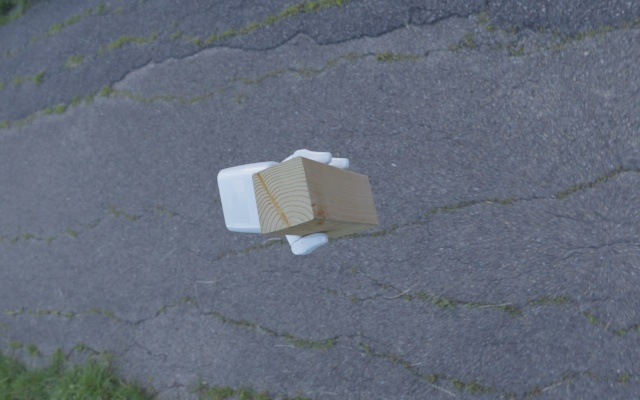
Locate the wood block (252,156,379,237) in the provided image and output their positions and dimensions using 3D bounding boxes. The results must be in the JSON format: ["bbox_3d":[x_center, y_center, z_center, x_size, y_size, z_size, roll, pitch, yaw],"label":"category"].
[{"bbox_3d":[0.000,0.003,0.731,0.090,0.090,0.206,-18,-14,29],"label":"wood block"}]
